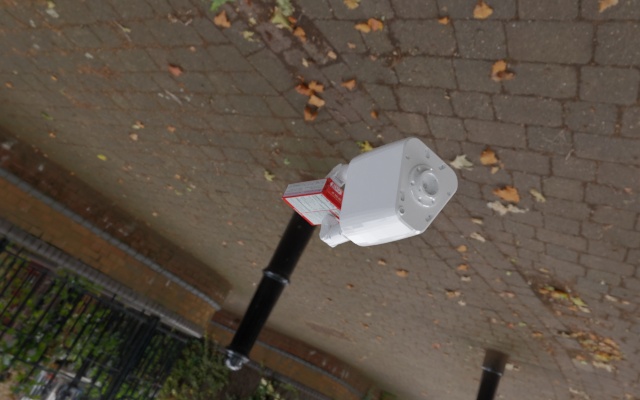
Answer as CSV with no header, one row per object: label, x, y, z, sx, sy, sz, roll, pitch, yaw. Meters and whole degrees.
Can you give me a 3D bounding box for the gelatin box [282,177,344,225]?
gelatin box,0.000,0.003,0.691,0.089,0.030,0.073,-8,-40,45
